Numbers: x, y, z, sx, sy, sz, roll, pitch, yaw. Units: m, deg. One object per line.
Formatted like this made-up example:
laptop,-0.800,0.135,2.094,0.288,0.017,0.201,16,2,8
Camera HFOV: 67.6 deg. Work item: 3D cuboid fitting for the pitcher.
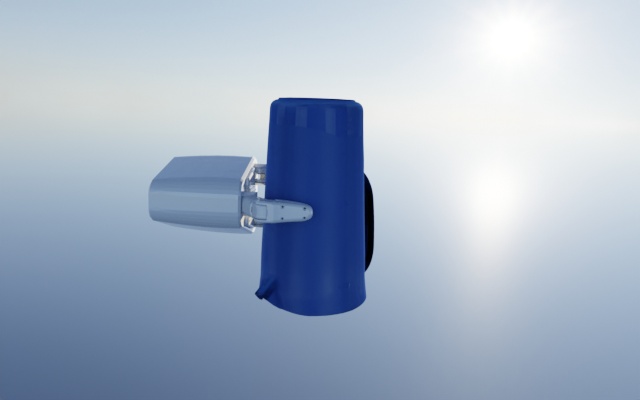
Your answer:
pitcher,0.000,0.002,0.576,0.145,0.243,0.149,2,11,2
